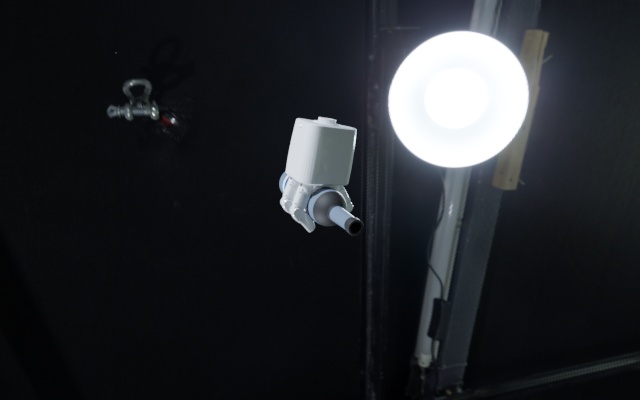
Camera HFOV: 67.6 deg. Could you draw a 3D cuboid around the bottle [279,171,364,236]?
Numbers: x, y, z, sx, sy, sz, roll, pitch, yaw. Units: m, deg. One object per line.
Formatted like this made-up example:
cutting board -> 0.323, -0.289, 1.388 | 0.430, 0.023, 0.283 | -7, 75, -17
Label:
bottle -> 0.000, 0.003, 0.879 | 0.069, 0.069, 0.295 | 0, 16, -23
